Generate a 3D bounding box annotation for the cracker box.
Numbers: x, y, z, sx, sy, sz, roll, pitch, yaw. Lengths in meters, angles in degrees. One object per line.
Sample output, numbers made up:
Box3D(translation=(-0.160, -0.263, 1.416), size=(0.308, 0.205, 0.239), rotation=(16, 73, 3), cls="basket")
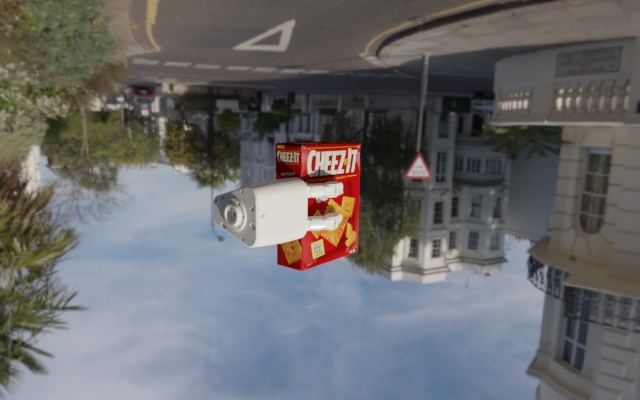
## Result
Box3D(translation=(0.000, 0.003, 0.859), size=(0.072, 0.214, 0.164), rotation=(9, 12, 40), cls="cracker box")
